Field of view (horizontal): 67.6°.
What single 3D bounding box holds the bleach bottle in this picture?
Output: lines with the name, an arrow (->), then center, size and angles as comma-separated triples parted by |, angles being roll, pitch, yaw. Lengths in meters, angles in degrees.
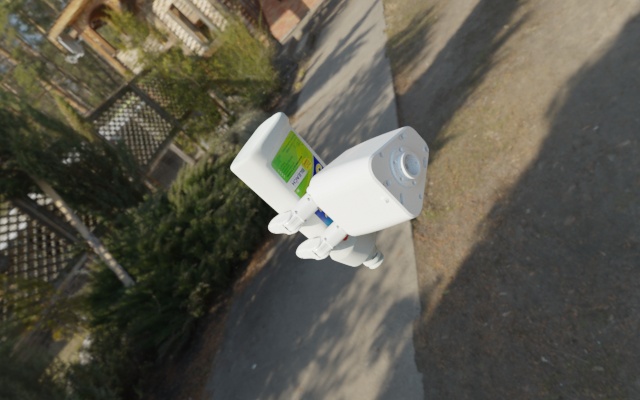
bleach bottle -> 0.000, 0.002, 0.660 | 0.251, 0.102, 0.068 | 43, -36, -21
